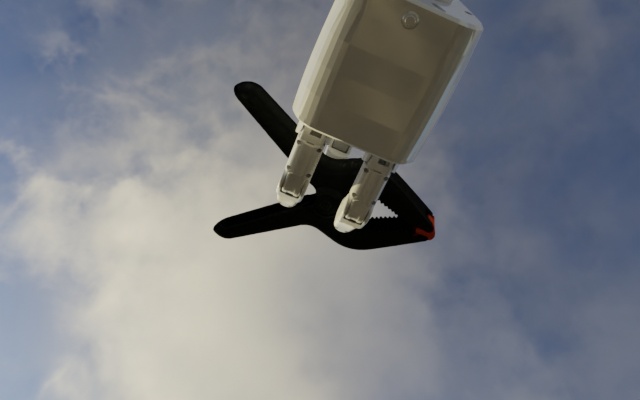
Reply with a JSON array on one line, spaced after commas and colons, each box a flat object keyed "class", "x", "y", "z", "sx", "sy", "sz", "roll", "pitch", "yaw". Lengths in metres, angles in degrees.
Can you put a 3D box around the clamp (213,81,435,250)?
[{"class": "clamp", "x": 0.001, "y": 0.001, "z": 0.443, "sx": 0.210, "sy": 0.165, "sz": 0.036, "roll": 23, "pitch": 35, "yaw": -3}]
